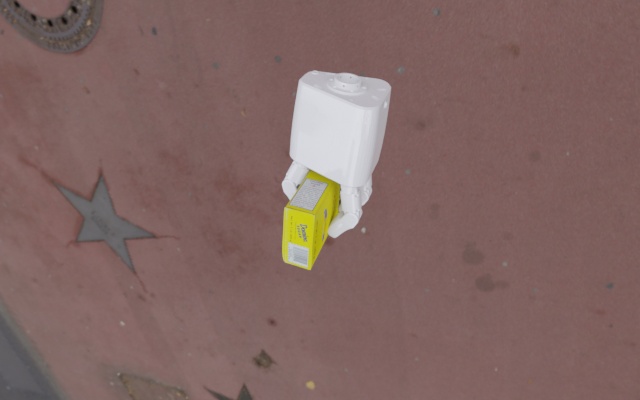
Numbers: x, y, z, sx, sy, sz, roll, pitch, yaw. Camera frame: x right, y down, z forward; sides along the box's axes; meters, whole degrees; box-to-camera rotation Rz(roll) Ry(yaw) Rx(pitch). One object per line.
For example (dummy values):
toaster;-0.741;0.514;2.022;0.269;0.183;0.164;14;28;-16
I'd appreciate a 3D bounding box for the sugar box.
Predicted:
sugar box;0.001;0.002;0.655;0.048;0.093;0.176;16;38;14
